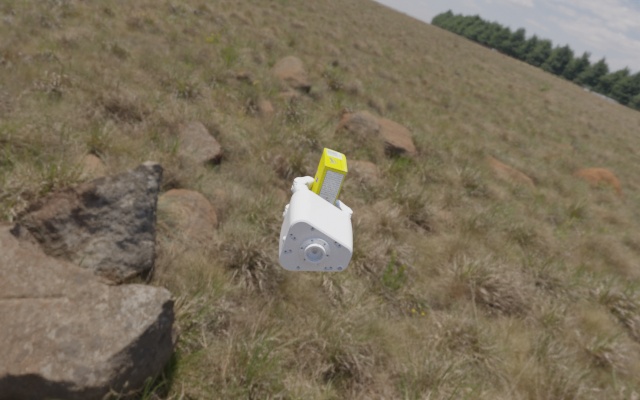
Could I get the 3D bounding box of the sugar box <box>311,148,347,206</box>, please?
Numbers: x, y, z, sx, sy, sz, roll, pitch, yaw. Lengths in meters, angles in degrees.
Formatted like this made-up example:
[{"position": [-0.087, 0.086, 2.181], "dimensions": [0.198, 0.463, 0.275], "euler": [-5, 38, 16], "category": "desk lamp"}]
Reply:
[{"position": [0.000, 0.003, 0.872], "dimensions": [0.048, 0.176, 0.093], "euler": [18, 24, -8], "category": "sugar box"}]
